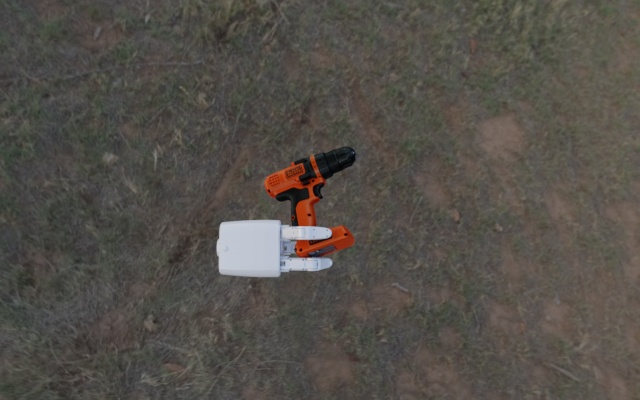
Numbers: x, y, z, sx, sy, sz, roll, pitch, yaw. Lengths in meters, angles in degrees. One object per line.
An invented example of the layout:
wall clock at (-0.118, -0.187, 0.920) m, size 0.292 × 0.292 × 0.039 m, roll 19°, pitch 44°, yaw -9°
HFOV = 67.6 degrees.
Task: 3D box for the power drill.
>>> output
power drill at (0.000, 0.003, 0.879) m, size 0.184 × 0.187 × 0.057 m, roll -22°, pitch -27°, yaw 10°
